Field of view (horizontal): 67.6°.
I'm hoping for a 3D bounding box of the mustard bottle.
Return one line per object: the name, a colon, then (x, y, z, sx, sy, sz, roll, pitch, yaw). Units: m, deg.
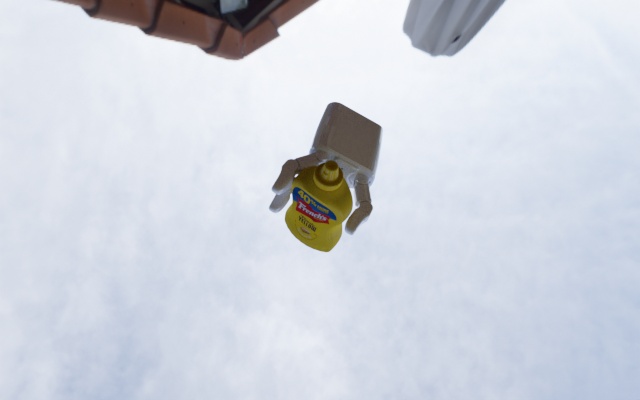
mustard bottle: (0.000, 0.003, 0.713, 0.096, 0.058, 0.192, 37, -31, 12)
